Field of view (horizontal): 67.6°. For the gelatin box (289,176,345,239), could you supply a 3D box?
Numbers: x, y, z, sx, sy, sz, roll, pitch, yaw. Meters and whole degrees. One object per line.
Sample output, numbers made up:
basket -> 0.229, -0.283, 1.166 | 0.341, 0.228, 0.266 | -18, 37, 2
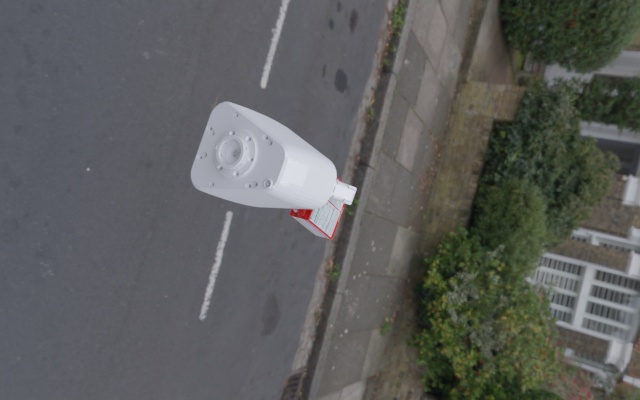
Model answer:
gelatin box -> 0.001, 0.002, 0.615 | 0.030, 0.073, 0.089 | 13, -14, 27
